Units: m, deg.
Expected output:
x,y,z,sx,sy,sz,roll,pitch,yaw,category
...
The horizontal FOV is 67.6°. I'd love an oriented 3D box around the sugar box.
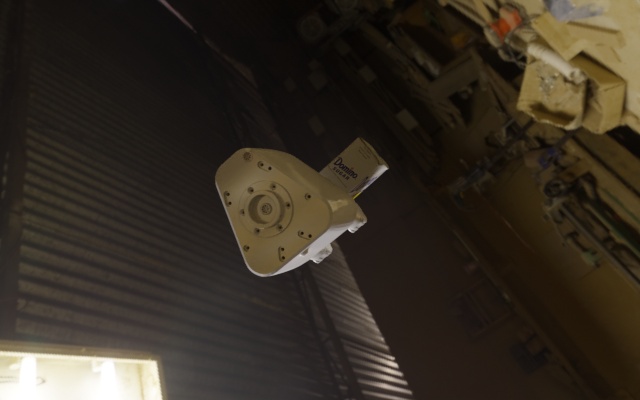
x,y,z,sx,sy,sz,roll,pitch,yaw,category
0.000,0.002,0.570,0.176,0.048,0.093,-39,-8,12,sugar box
